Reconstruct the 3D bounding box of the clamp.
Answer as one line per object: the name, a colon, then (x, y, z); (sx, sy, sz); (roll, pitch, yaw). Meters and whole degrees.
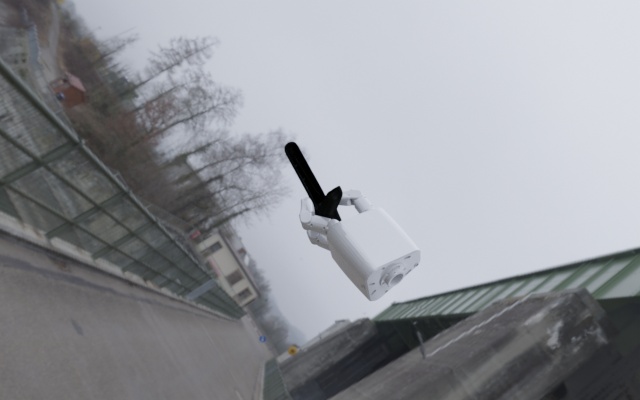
clamp: (0.001, 0.003, 0.829); (0.036, 0.210, 0.164); (-30, 51, -12)
